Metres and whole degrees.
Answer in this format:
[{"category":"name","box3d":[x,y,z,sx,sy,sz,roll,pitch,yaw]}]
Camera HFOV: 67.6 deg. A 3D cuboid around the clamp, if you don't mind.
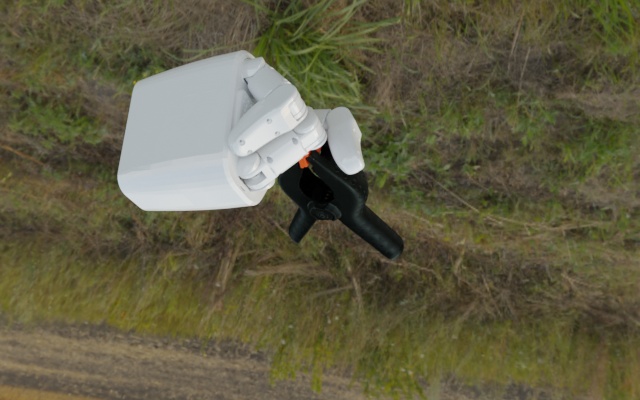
[{"category":"clamp","box3d":[0.000,0.002,0.435,0.120,0.039,0.172,-3,-38,25]}]
